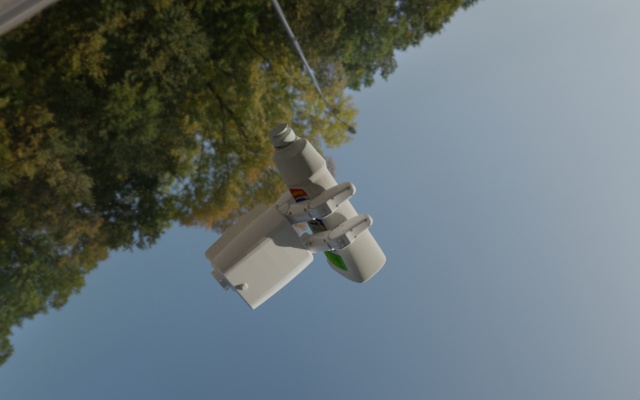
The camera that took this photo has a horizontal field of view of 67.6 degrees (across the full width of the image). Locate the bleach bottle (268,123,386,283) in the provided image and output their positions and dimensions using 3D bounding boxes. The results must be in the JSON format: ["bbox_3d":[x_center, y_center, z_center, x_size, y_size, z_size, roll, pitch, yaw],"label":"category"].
[{"bbox_3d":[0.000,0.002,0.660,0.068,0.251,0.102,-41,31,-15],"label":"bleach bottle"}]
